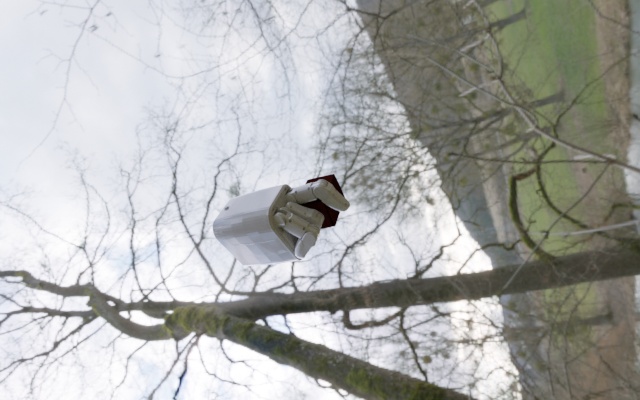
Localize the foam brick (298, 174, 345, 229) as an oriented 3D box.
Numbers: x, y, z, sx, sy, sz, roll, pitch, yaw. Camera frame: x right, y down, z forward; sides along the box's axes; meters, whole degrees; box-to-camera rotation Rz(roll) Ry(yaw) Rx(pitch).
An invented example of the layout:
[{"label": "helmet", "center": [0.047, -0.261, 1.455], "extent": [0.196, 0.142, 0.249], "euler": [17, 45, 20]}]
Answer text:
[{"label": "foam brick", "center": [0.000, 0.002, 0.754], "extent": [0.051, 0.053, 0.078], "euler": [-12, 29, 24]}]
